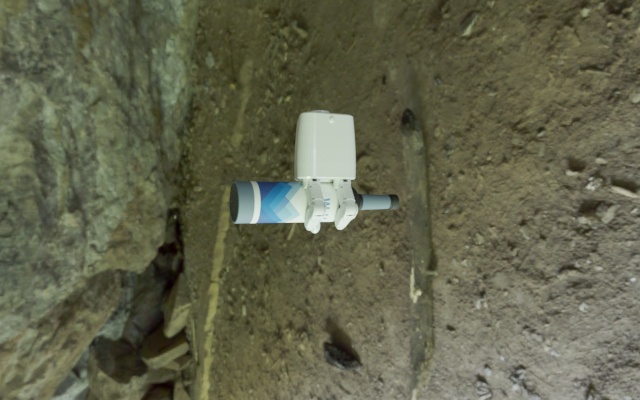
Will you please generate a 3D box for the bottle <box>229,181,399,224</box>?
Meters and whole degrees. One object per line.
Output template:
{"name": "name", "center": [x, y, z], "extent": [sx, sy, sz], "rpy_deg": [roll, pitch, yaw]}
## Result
{"name": "bottle", "center": [0.000, 0.003, 0.802], "extent": [0.296, 0.069, 0.069], "rpy_deg": [0, 0, -23]}
